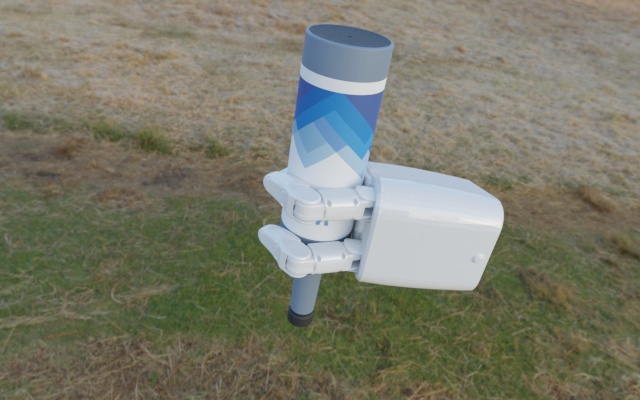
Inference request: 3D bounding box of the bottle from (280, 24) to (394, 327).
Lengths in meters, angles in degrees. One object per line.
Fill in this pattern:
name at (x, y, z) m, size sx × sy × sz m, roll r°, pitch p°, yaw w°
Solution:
bottle at (0.000, 0.001, 0.430) m, size 0.069 × 0.296 × 0.069 m, roll 7°, pitch 32°, yaw -5°
